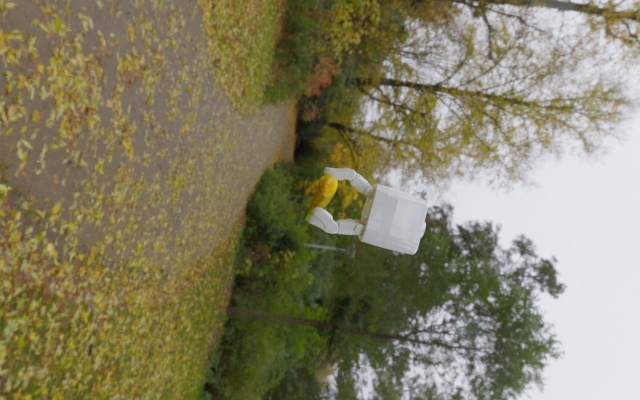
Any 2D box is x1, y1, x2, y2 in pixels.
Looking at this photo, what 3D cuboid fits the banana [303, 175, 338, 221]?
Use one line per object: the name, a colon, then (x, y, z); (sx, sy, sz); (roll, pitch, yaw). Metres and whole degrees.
banana: (0.006, -0.012, 0.904); (0.037, 0.069, 0.198); (23, -21, -1)
